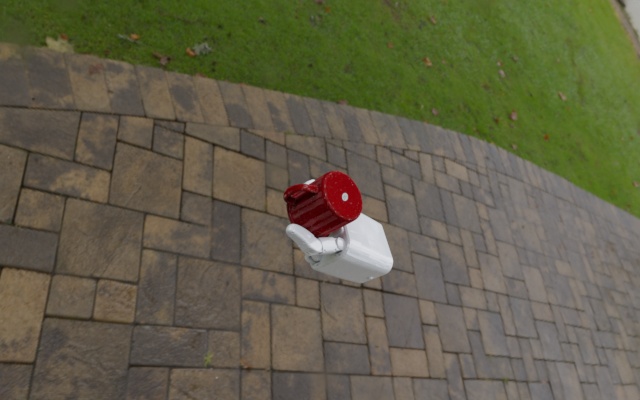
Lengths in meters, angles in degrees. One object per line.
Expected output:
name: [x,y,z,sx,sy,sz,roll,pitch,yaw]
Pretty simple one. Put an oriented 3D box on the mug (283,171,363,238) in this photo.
mug: [-0.001,0.002,0.717,0.117,0.093,0.081,25,-37,-33]
